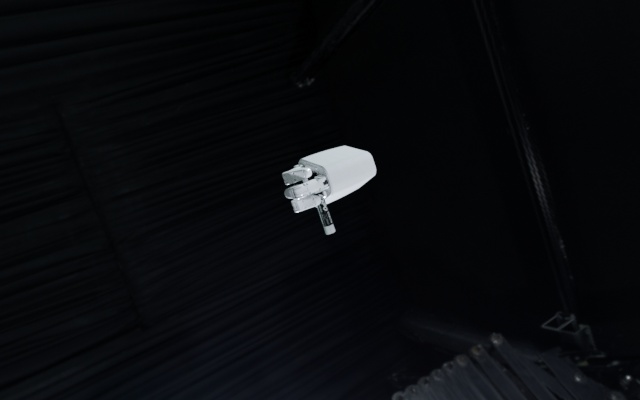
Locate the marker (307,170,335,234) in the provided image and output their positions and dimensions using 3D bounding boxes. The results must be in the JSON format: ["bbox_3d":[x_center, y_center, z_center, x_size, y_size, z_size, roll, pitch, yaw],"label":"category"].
[{"bbox_3d":[0.000,0.003,0.873,0.020,0.121,0.020,-18,8,3],"label":"marker"}]
